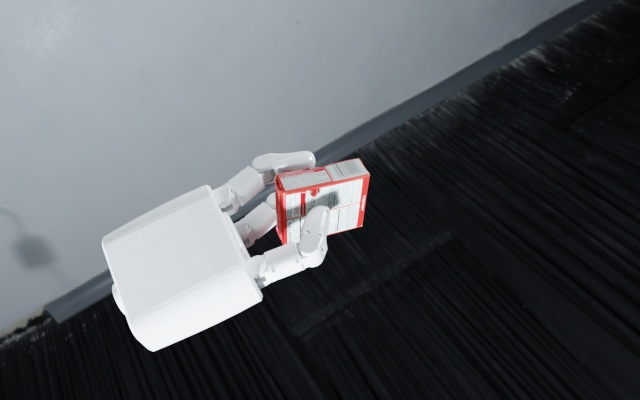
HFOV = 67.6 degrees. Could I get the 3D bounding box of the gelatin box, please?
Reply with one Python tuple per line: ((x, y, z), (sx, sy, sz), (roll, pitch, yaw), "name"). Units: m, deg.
((0.001, 0.002, 0.471), (0.089, 0.073, 0.030), (-13, 46, -15), "gelatin box")
